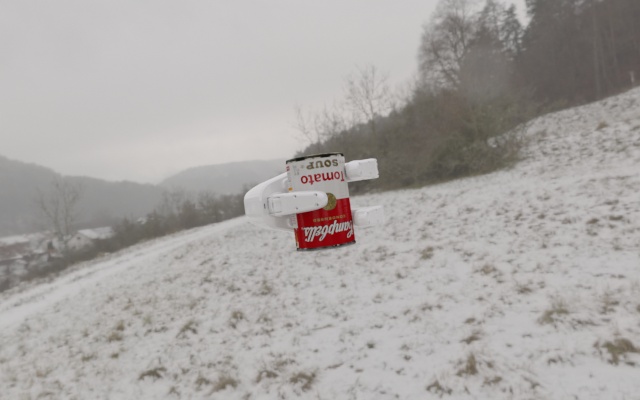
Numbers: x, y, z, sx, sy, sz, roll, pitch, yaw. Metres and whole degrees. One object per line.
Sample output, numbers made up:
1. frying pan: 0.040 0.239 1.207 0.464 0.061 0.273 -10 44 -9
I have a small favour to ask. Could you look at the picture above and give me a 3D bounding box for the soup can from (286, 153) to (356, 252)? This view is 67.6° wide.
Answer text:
1. soup can: 0.000 0.001 0.535 0.068 0.102 0.068 -7 1 0
